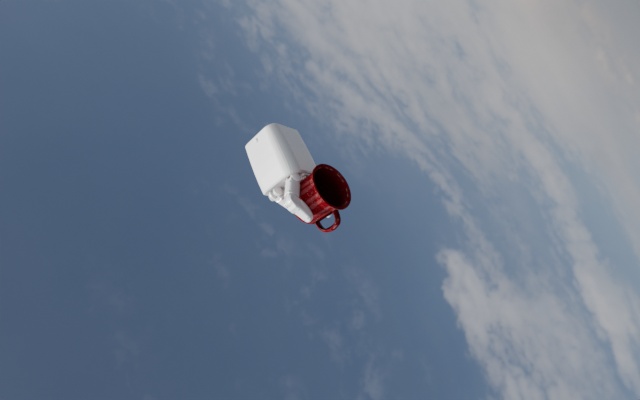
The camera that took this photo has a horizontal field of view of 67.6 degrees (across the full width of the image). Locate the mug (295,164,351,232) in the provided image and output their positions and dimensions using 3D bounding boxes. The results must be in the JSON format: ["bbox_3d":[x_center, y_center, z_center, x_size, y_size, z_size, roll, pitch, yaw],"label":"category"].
[{"bbox_3d":[0.001,0.004,0.877,0.093,0.117,0.081,-8,-21,-48],"label":"mug"}]
